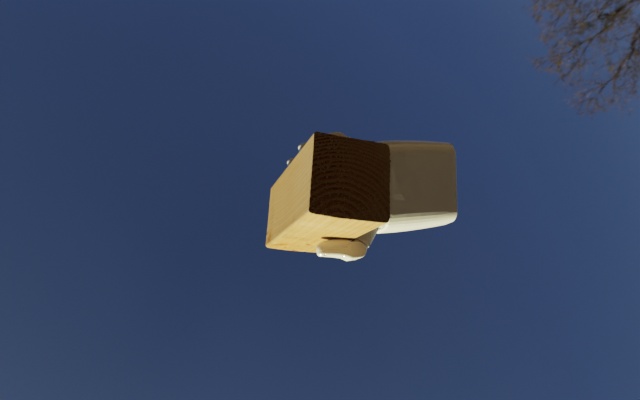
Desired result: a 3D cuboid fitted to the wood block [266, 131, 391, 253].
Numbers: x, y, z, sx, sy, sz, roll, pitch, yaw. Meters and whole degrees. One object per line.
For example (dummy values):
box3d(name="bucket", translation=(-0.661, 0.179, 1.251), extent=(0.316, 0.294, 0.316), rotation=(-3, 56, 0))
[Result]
box3d(name="wood block", translation=(0.000, 0.002, 0.586), extent=(0.090, 0.090, 0.206), rotation=(8, -17, -17))
